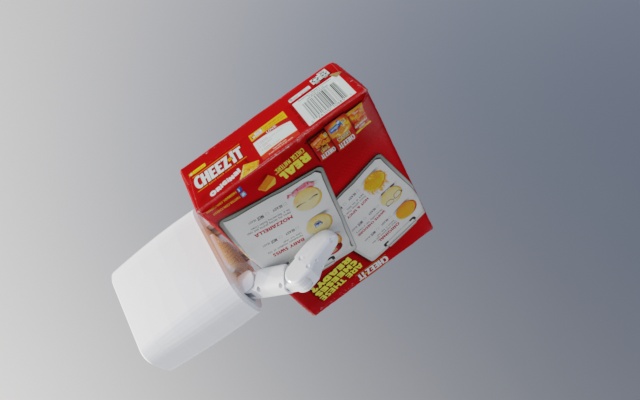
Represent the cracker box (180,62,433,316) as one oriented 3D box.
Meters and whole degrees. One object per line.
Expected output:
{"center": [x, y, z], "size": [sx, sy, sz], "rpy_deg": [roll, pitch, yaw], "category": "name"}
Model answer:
{"center": [0.000, 0.002, 0.460], "size": [0.164, 0.072, 0.214], "rpy_deg": [-36, -43, 1], "category": "cracker box"}
